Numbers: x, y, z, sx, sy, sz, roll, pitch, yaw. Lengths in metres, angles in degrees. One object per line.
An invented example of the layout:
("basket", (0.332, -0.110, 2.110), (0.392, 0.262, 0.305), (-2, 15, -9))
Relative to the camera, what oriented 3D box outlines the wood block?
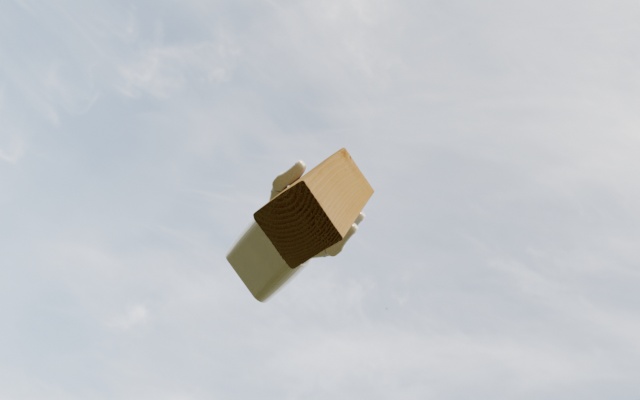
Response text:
("wood block", (0.000, 0.002, 0.688), (0.090, 0.091, 0.206), (-33, 5, 24))
